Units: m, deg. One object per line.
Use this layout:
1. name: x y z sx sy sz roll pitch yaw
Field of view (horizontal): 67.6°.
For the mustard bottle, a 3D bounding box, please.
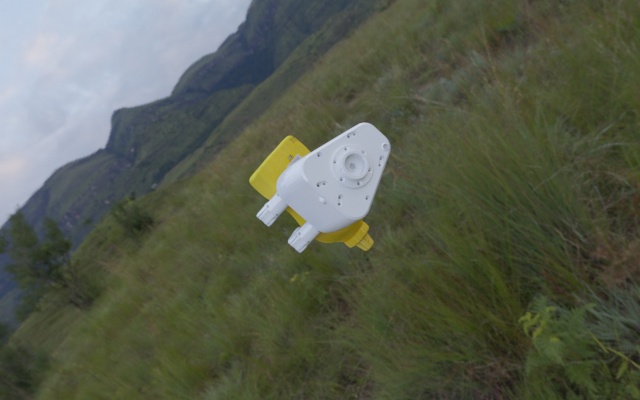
1. mustard bottle: 0.000 0.002 0.669 0.058 0.191 0.096 -41 11 47
